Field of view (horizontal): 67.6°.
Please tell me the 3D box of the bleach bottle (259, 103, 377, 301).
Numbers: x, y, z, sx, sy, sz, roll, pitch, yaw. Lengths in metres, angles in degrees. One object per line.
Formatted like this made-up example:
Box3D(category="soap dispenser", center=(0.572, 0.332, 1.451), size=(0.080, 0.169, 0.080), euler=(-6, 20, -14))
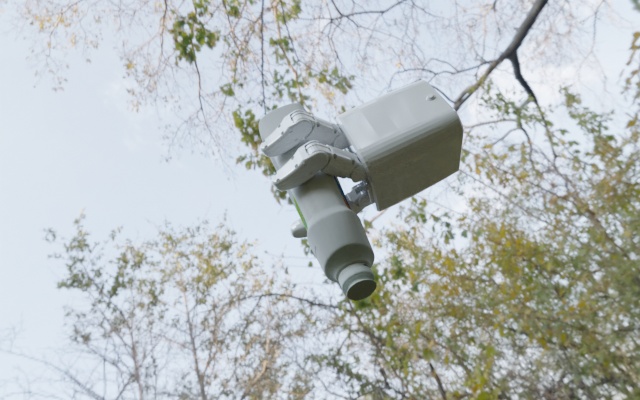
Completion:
Box3D(category="bleach bottle", center=(0.000, 0.002, 0.507), size=(0.068, 0.250, 0.103), euler=(-25, -44, 0))
